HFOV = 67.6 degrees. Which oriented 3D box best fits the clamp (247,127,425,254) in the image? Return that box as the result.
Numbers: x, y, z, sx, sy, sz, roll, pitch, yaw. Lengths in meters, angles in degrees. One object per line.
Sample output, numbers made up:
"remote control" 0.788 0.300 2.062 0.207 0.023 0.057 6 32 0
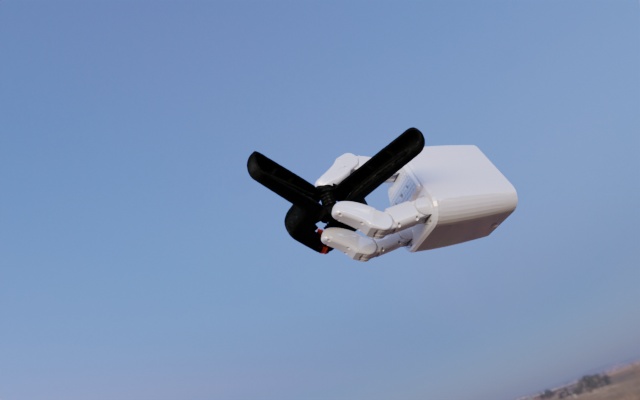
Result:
"clamp" 0.000 0.001 0.500 0.164 0.036 0.210 -6 -30 -16
